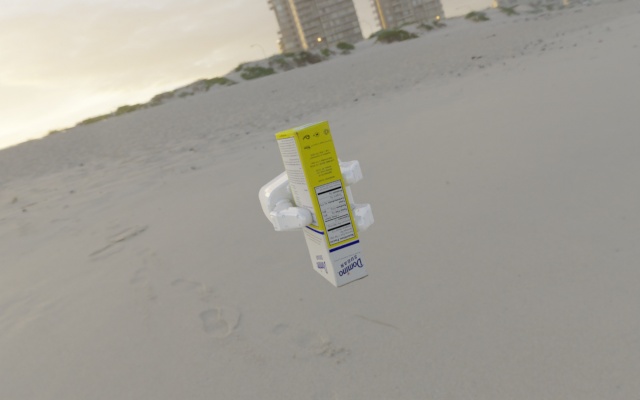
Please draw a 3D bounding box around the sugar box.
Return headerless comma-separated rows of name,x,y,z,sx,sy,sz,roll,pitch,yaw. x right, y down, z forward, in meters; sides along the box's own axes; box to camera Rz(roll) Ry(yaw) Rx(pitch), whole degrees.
sugar box,0.001,0.001,0.546,0.048,0.176,0.093,-21,12,-15
